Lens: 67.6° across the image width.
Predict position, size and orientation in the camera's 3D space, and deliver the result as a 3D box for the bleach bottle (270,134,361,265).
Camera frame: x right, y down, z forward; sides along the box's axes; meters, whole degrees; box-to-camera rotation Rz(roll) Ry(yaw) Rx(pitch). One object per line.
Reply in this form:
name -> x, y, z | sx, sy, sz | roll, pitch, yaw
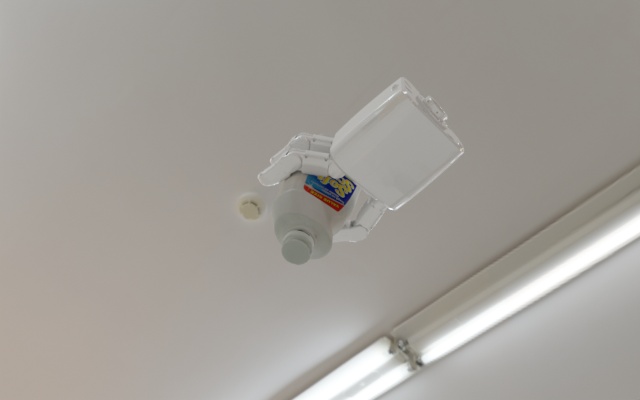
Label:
bleach bottle -> 0.000, 0.002, 0.571 | 0.068, 0.102, 0.250 | -43, 13, 24
